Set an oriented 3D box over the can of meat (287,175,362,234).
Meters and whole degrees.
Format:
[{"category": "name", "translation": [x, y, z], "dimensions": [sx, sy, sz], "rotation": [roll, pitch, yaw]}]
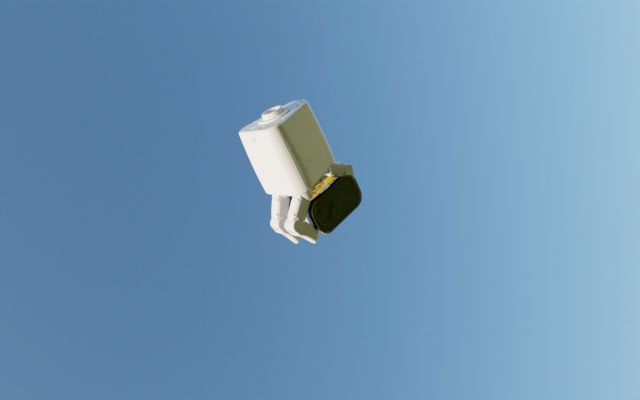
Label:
[{"category": "can of meat", "translation": [0.000, 0.002, 0.755], "dimensions": [0.084, 0.057, 0.102], "rotation": [6, 40, 49]}]
